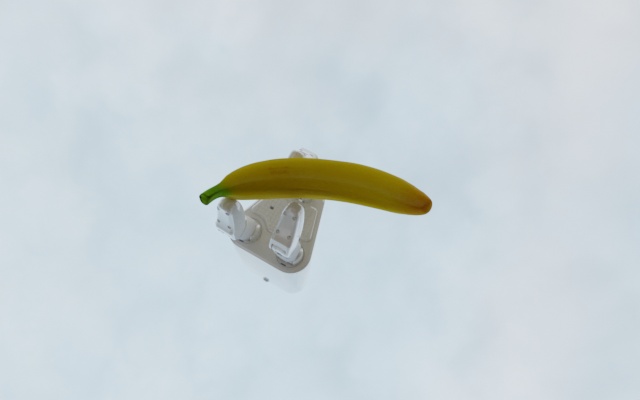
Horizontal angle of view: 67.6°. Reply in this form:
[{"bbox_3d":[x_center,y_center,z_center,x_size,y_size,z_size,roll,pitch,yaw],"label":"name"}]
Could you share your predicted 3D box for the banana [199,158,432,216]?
[{"bbox_3d":[-0.002,-0.011,0.431,0.198,0.037,0.069,1,41,3],"label":"banana"}]
